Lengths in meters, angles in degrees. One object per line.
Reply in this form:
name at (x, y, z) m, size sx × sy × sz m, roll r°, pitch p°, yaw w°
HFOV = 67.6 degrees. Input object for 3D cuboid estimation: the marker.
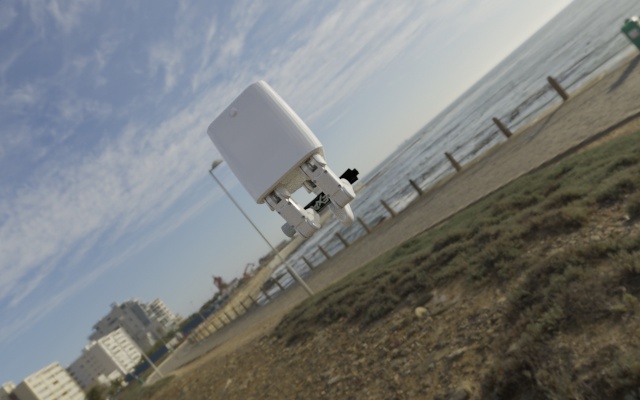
marker at (0.000, 0.002, 0.596) m, size 0.121 × 0.020 × 0.020 m, roll -41°, pitch -11°, yaw 13°
